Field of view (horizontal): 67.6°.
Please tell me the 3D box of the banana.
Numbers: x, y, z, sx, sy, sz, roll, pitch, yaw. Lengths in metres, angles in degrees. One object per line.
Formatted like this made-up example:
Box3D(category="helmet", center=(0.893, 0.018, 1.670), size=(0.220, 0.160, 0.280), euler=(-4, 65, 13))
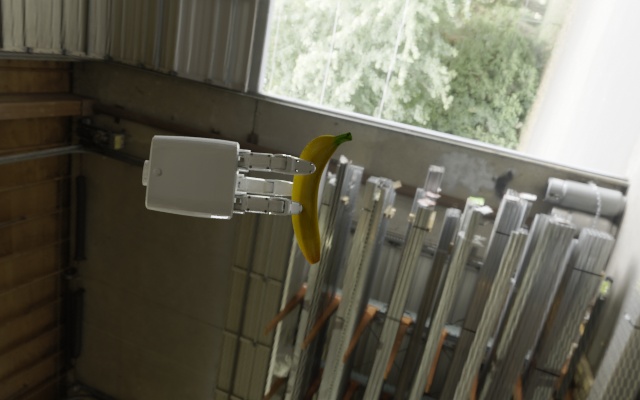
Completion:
Box3D(category="banana", center=(-0.011, -0.008, 0.665), size=(0.037, 0.198, 0.069), euler=(-8, 29, -43))
